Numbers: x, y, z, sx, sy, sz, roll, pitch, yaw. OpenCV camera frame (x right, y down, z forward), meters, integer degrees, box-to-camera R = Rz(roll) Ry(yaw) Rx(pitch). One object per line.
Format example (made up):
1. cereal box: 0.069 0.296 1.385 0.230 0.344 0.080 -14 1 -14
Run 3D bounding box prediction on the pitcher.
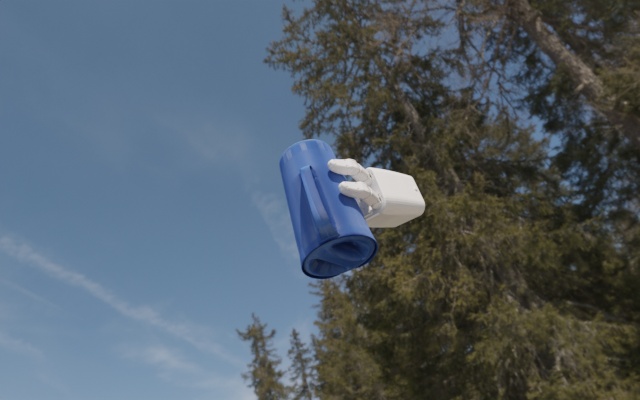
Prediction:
1. pitcher: 0.000 0.003 0.851 0.145 0.242 0.149 6 -42 -31
